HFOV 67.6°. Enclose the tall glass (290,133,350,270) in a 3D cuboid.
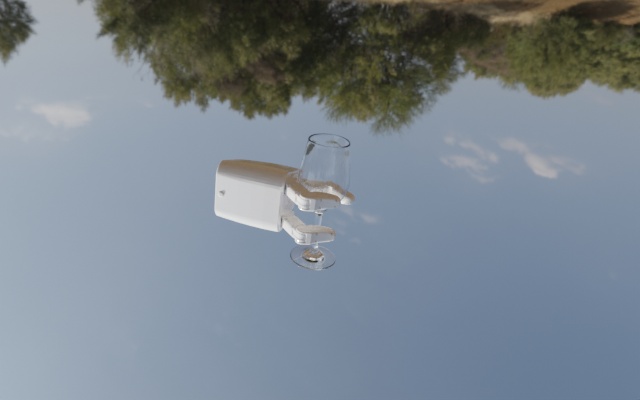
[{"bbox_3d":[0.000,0.003,0.730,0.079,0.201,0.079,7,25,-3],"label":"tall glass"}]
